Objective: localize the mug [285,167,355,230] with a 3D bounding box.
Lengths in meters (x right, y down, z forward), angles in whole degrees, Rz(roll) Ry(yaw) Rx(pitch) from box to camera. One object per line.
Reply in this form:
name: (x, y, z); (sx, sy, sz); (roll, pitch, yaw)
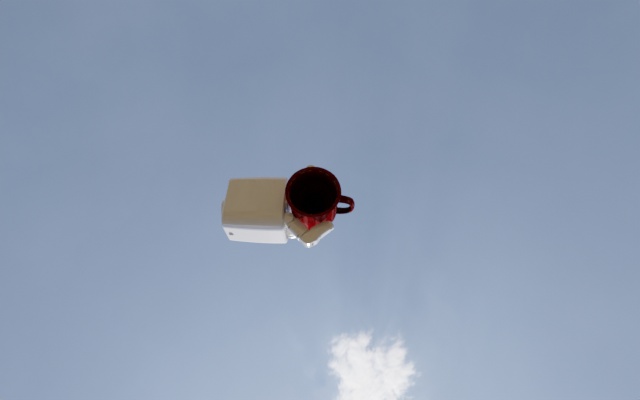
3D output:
mug: (0.002, 0.003, 0.819); (0.117, 0.093, 0.081); (5, -25, 3)
